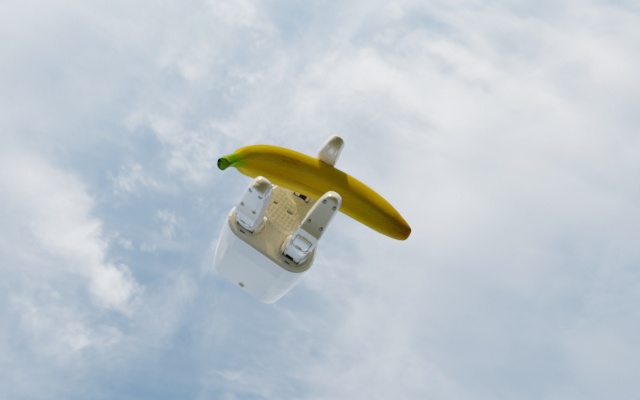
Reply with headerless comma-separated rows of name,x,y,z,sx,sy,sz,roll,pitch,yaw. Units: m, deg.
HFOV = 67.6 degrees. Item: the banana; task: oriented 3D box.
banana,-0.003,-0.012,0.460,0.198,0.037,0.069,20,37,-17
